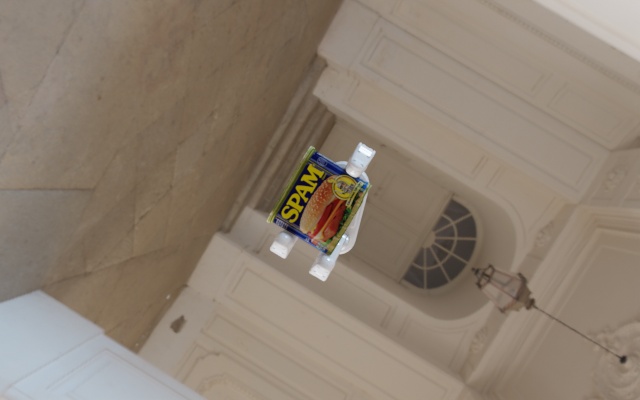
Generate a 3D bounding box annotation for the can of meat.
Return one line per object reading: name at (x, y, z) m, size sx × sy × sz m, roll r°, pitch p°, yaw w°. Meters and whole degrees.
can of meat at (0.000, 0.002, 0.557) m, size 0.084 × 0.102 × 0.057 m, roll 31°, pitch 4°, yaw 2°
